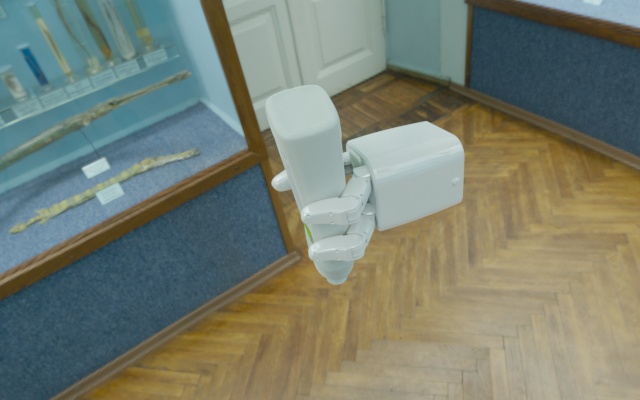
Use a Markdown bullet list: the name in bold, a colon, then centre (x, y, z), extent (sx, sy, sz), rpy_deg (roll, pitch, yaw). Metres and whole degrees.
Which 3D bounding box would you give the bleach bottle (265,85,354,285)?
- **bleach bottle**: centre (0.000, 0.002, 0.556), extent (0.068, 0.251, 0.102), rpy_deg (-16, 41, -5)
